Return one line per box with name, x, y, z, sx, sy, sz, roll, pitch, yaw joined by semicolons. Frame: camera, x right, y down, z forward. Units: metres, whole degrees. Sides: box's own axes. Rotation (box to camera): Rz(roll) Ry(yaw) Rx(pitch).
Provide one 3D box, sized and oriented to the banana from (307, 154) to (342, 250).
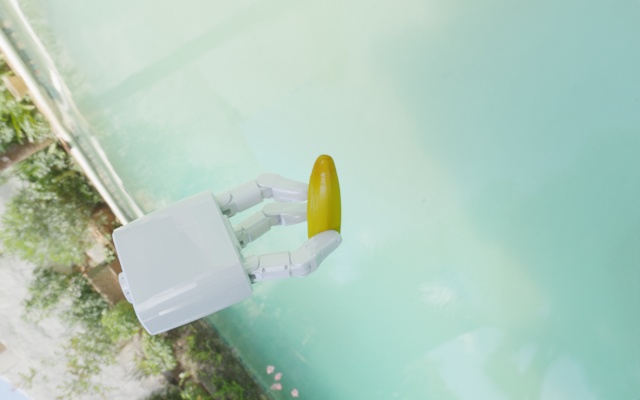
banana;0.002;0.020;0.529;0.037;0.069;0.198;-7;-20;-2
